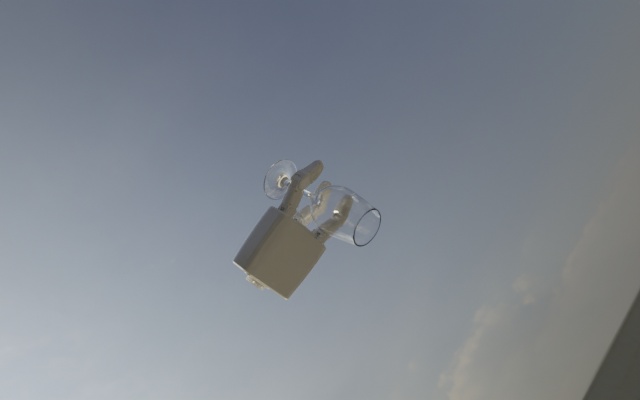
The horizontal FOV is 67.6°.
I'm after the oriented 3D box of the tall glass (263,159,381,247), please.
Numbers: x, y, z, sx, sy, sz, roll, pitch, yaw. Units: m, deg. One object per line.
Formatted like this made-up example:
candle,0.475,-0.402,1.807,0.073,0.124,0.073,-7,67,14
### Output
tall glass,0.000,0.002,0.762,0.201,0.079,0.079,28,18,37
